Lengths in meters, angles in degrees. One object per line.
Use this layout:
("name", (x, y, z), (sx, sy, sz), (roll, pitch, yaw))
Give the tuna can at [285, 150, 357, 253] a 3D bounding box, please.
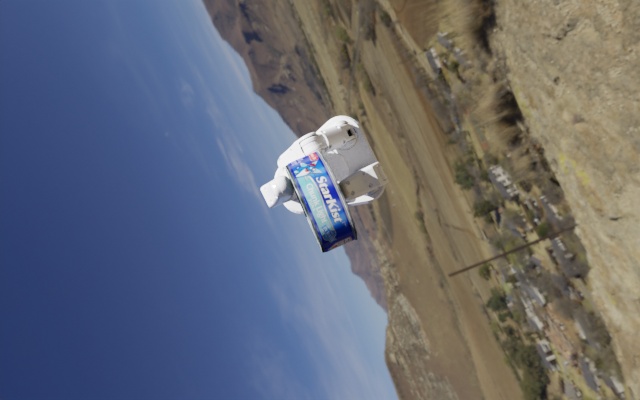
("tuna can", (0.000, 0.002, 0.419), (0.034, 0.086, 0.086), (-23, 1, -3))
